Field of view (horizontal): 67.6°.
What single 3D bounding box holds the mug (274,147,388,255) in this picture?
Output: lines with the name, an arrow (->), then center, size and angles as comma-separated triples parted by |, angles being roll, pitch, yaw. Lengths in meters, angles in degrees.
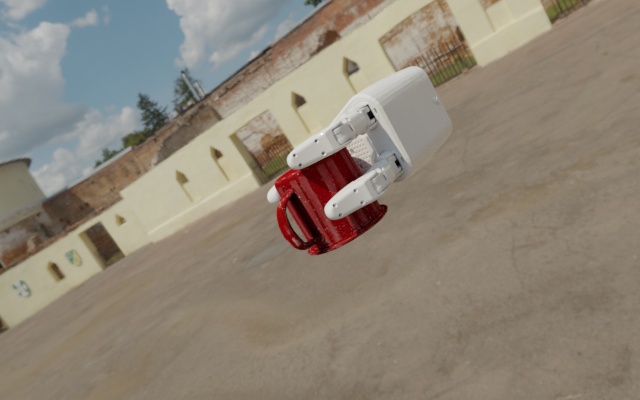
mug -> -0.001, 0.002, 0.470 | 0.093, 0.081, 0.117 | -21, 13, 48
